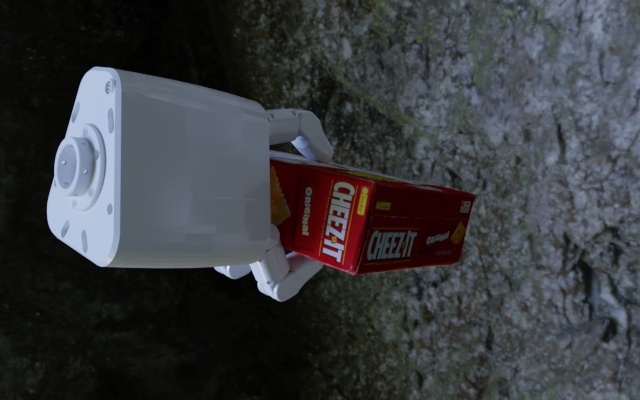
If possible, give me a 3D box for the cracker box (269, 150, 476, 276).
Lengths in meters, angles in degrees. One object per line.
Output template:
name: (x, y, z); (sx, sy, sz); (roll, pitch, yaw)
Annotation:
cracker box: (0.000, 0.001, 0.426); (0.213, 0.072, 0.164); (16, 8, 39)
